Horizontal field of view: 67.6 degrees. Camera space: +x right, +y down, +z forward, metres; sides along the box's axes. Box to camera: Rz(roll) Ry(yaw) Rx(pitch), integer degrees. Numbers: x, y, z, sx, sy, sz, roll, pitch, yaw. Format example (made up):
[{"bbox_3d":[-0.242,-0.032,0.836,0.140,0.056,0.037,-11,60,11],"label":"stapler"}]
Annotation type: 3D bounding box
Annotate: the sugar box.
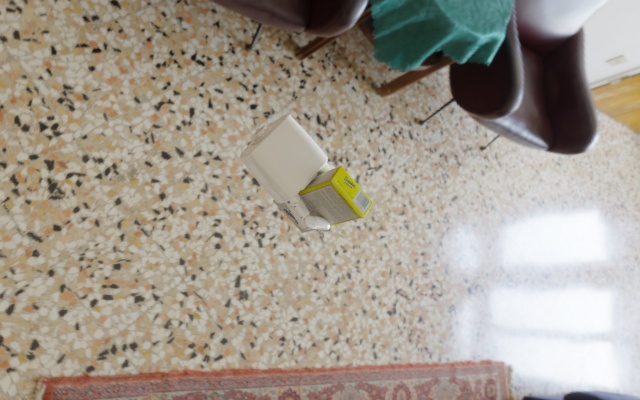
[{"bbox_3d":[0.000,0.002,0.862,0.176,0.093,0.048,-15,32,51],"label":"sugar box"}]
